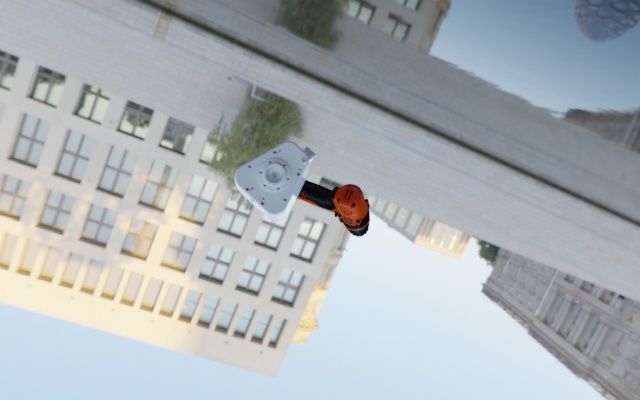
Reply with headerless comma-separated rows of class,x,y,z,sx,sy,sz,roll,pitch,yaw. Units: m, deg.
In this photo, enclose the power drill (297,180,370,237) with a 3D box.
power drill,0.000,0.003,0.869,0.187,0.057,0.184,16,-20,16
